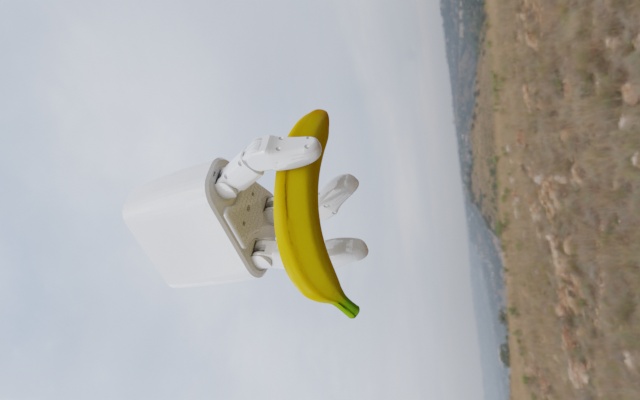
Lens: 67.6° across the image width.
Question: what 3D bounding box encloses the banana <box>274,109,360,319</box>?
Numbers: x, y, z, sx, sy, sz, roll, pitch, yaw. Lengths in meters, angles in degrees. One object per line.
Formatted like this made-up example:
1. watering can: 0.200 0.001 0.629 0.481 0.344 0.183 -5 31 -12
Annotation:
1. banana: -0.011 0.000 0.405 0.037 0.197 0.070 -20 -25 32
